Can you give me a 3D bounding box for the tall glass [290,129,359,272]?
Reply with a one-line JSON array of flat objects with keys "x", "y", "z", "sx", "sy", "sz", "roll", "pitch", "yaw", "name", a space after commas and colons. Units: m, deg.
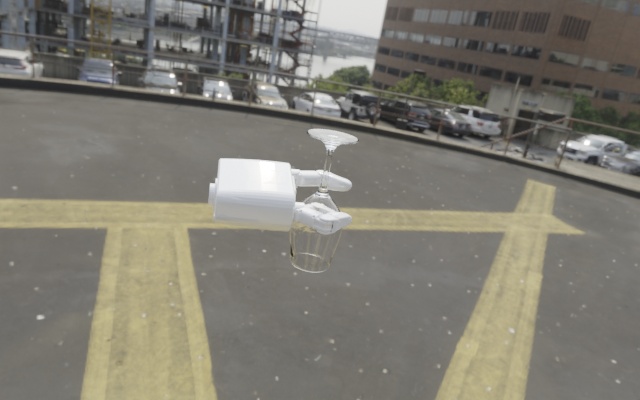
[{"x": 0.000, "y": 0.002, "z": 0.697, "sx": 0.079, "sy": 0.201, "sz": 0.079, "roll": 9, "pitch": 19, "yaw": -3, "name": "tall glass"}]
